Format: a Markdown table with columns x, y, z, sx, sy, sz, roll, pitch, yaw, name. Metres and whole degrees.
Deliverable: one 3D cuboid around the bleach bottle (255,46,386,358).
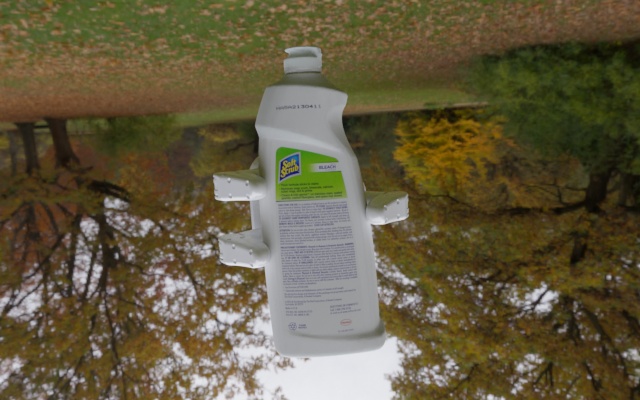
| x | y | z | sx | sy | sz | roll | pitch | yaw | name |
| --- | --- | --- | --- | --- | --- | --- | --- | --- | --- |
| 0.000 | 0.001 | 0.404 | 0.102 | 0.251 | 0.068 | -4 | 9 | -5 | bleach bottle |
